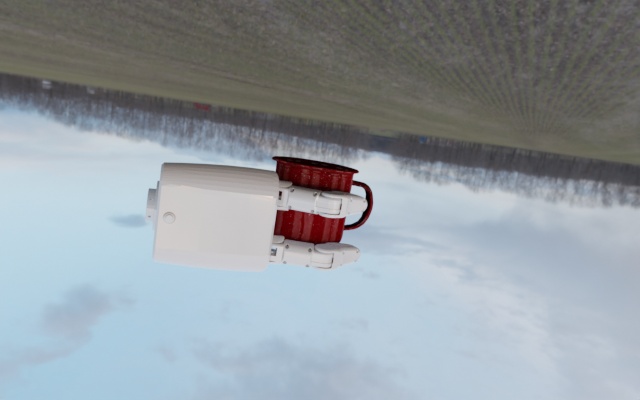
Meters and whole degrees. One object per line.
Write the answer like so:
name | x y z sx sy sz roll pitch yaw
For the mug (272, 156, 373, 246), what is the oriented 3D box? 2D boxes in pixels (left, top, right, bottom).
mug | 0.001 0.002 0.513 0.117 0.081 0.093 7 9 -17
